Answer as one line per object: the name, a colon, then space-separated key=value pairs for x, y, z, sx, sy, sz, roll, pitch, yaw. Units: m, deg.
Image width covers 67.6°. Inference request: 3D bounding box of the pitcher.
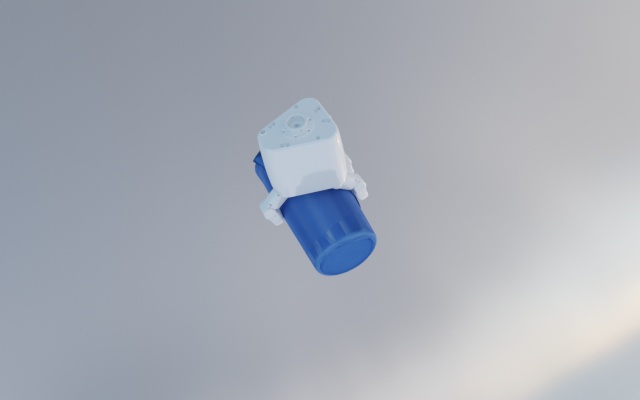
pitcher: x=0.000 y=0.003 z=0.807 sx=0.149 sy=0.242 sz=0.145 roll=-25 pitch=-34 yaw=-9
